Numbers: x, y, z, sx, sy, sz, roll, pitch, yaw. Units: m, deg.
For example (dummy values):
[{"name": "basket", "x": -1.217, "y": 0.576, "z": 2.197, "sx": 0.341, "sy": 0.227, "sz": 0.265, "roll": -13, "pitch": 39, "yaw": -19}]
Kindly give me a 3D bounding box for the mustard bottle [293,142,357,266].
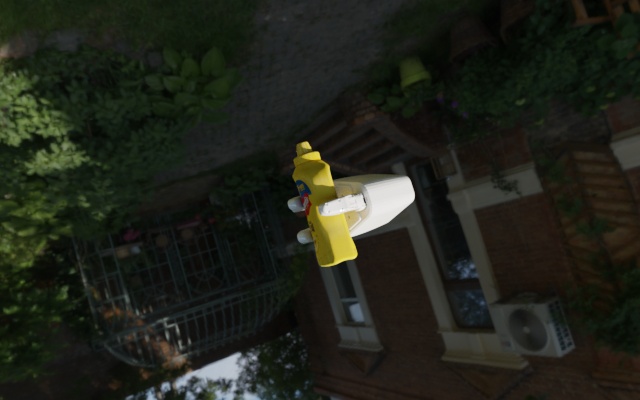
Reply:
[{"name": "mustard bottle", "x": 0.000, "y": 0.003, "z": 0.732, "sx": 0.058, "sy": 0.191, "sz": 0.096, "roll": -16, "pitch": -4, "yaw": -11}]
